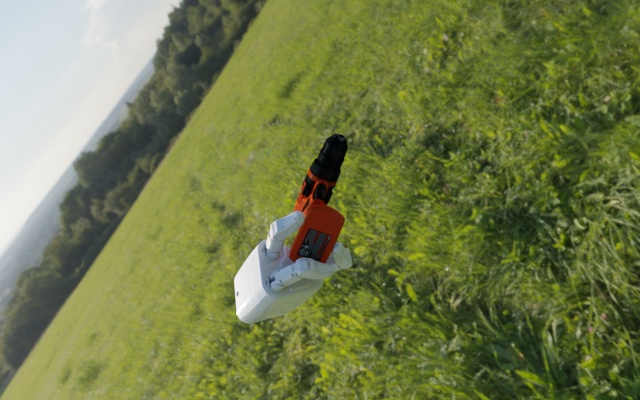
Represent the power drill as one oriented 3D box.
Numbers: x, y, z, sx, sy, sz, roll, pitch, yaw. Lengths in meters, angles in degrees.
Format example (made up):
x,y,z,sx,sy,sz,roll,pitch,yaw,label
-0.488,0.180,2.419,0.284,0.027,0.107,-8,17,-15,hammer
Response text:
x,y,z,sx,sy,sz,roll,pitch,yaw,label
0.000,0.003,0.750,0.057,0.184,0.187,19,26,-8,power drill
